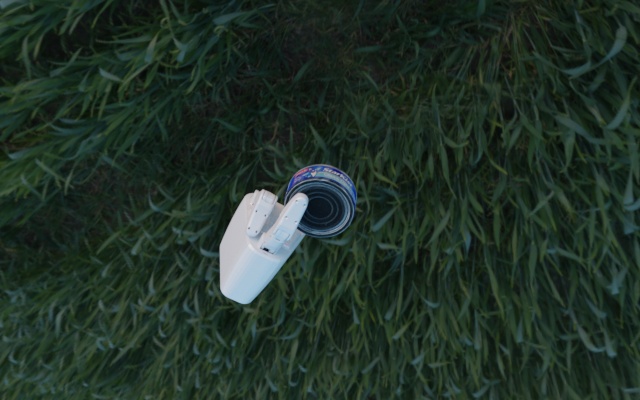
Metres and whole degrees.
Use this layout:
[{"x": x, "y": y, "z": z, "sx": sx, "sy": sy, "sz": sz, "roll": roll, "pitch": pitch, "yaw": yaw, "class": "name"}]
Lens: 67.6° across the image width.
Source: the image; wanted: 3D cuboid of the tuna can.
[{"x": 0.000, "y": 0.002, "z": 0.571, "sx": 0.086, "sy": 0.086, "sz": 0.033, "roll": 0, "pitch": 33, "yaw": 8, "class": "tuna can"}]
